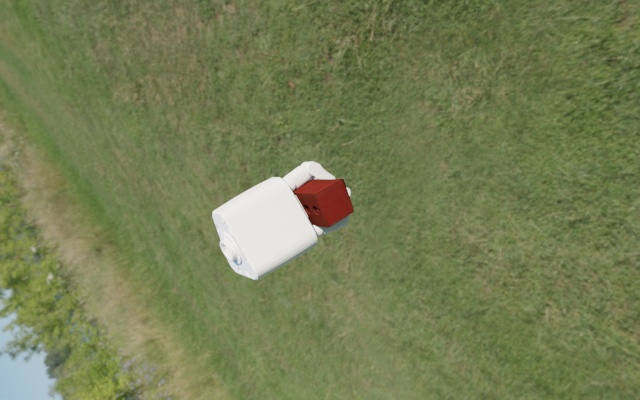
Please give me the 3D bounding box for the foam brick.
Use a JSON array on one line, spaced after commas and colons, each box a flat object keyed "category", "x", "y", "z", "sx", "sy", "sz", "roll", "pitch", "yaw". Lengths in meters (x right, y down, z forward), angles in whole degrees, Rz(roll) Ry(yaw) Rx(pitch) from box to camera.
[{"category": "foam brick", "x": 0.000, "y": 0.002, "z": 0.684, "sx": 0.051, "sy": 0.053, "sz": 0.078, "roll": -30, "pitch": 17, "yaw": -29}]
